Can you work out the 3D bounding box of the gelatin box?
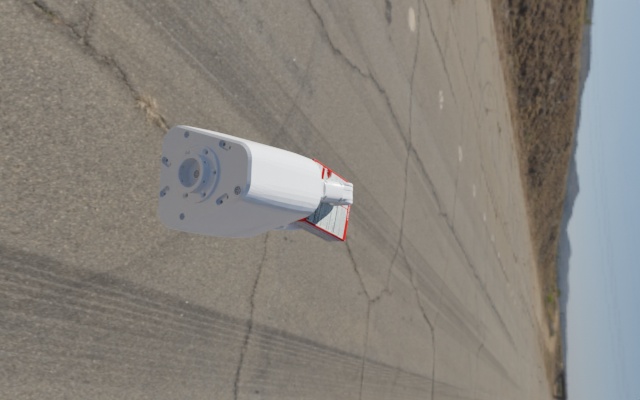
[{"bbox_3d":[0.001,0.002,0.555,0.030,0.073,0.089,-3,-21,35],"label":"gelatin box"}]
